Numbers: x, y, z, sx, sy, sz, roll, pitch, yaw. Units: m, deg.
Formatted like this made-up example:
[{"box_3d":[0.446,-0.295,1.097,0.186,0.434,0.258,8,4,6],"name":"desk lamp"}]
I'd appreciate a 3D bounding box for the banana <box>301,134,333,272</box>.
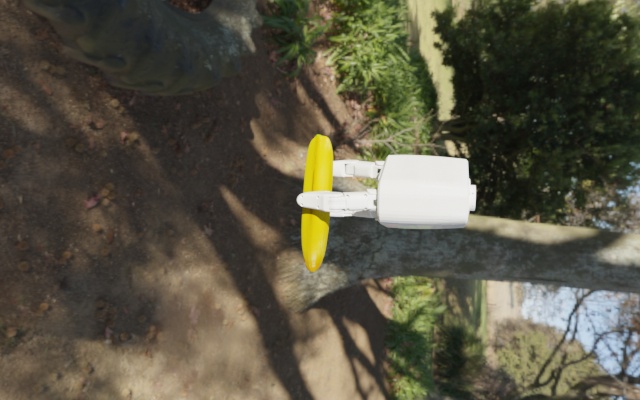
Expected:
[{"box_3d":[-0.002,-0.006,0.637,0.037,0.197,0.070,2,-14,9],"name":"banana"}]
